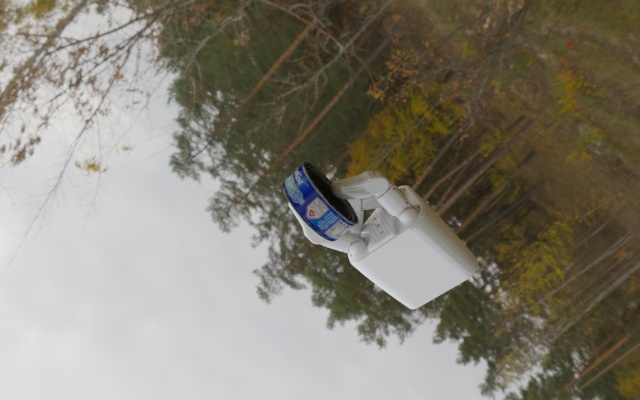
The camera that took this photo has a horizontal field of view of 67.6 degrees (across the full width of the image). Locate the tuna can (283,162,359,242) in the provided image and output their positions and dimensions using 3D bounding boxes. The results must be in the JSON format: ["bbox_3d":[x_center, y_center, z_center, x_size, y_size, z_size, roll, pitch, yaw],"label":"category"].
[{"bbox_3d":[0.000,0.002,0.507,0.034,0.086,0.086,-41,-11,13],"label":"tuna can"}]
